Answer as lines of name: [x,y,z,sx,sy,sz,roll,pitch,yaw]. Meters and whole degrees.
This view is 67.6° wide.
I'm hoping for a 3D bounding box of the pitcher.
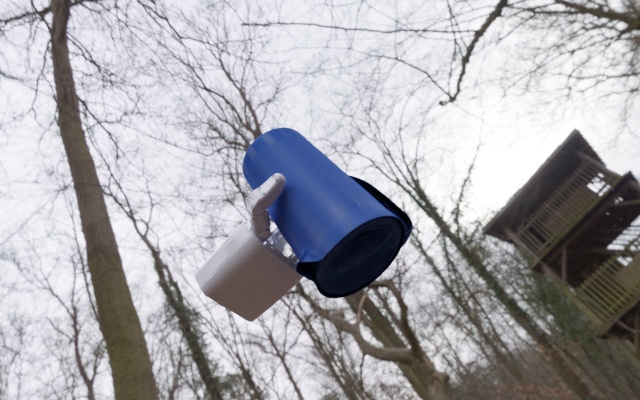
pitcher: [0.000,0.002,0.655,0.242,0.145,0.149,49,5,37]
